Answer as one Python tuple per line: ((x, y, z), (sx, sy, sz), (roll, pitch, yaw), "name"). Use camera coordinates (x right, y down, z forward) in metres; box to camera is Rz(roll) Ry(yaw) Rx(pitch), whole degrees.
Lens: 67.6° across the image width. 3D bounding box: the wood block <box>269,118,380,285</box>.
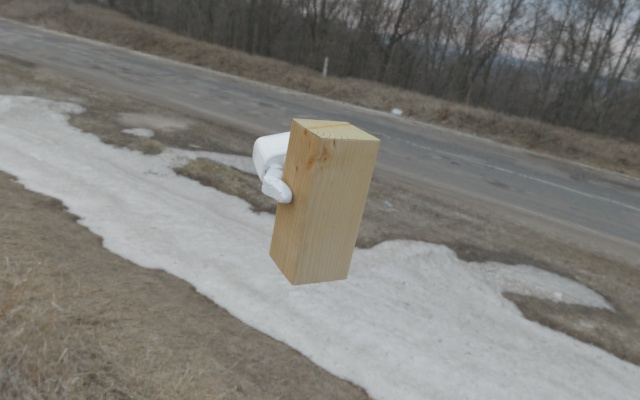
((0.000, 0.002, 0.654), (0.091, 0.206, 0.090), (-1, 24, -29), "wood block")
